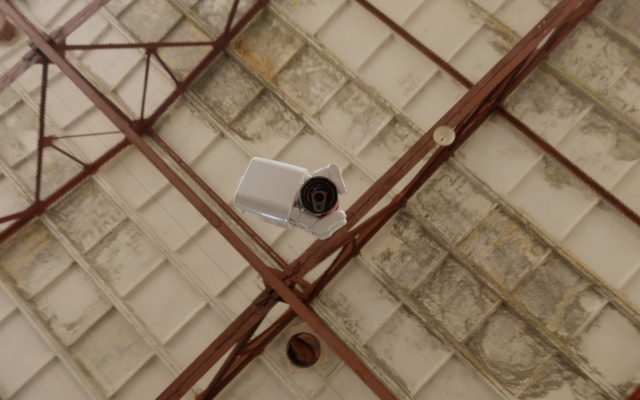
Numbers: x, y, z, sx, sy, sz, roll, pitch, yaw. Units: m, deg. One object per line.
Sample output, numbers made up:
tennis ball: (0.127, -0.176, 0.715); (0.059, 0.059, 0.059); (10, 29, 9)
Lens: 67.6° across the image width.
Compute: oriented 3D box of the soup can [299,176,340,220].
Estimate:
soup can: (0.001, 0.003, 0.864); (0.068, 0.068, 0.102); (0, -14, 4)
